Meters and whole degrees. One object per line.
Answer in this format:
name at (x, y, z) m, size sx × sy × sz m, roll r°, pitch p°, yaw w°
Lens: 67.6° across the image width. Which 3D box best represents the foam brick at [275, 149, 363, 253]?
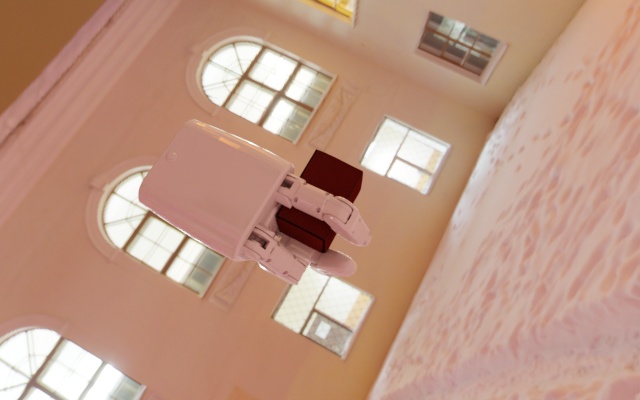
foam brick at (0.000, 0.001, 0.452) m, size 0.051 × 0.078 × 0.053 m, roll 27°, pitch -18°, yaw 10°
